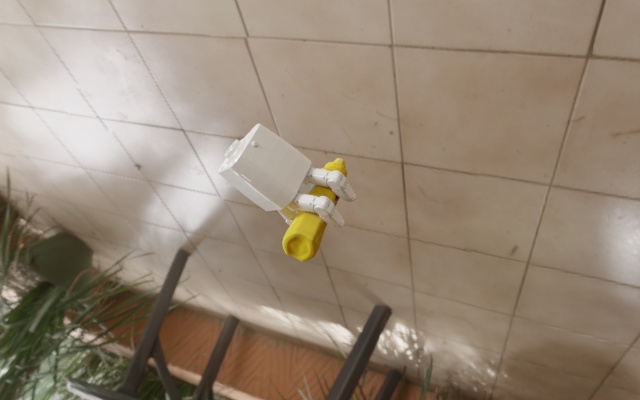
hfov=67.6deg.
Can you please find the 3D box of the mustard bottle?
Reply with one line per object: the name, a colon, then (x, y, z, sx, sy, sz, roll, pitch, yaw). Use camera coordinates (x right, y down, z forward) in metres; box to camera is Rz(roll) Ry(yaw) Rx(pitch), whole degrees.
mustard bottle: (0.000, 0.003, 0.800, 0.058, 0.191, 0.096, 24, -32, 2)
